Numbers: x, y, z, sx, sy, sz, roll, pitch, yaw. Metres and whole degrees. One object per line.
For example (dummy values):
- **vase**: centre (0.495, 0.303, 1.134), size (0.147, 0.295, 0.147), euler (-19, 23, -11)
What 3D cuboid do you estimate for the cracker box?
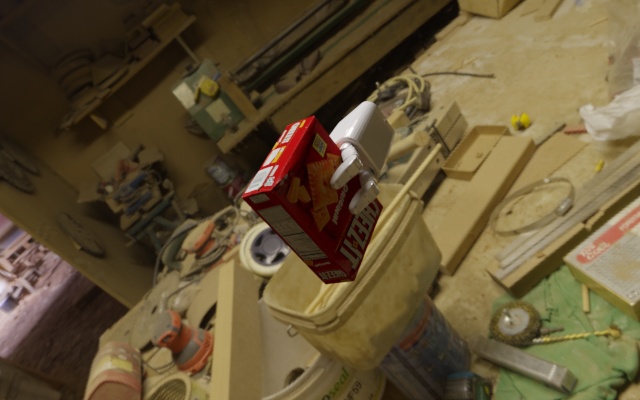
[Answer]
- **cracker box**: centre (0.000, 0.002, 0.752), size (0.072, 0.164, 0.214), euler (-13, -51, 42)
